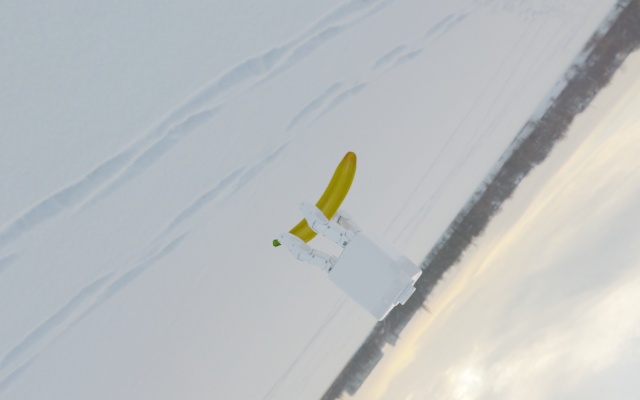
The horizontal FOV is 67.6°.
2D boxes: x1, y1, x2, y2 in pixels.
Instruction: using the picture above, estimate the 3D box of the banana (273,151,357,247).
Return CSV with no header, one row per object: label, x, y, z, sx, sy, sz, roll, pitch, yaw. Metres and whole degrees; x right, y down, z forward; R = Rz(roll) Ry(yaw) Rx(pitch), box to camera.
banana,0.004,0.008,0.784,0.037,0.198,0.069,41,6,22
